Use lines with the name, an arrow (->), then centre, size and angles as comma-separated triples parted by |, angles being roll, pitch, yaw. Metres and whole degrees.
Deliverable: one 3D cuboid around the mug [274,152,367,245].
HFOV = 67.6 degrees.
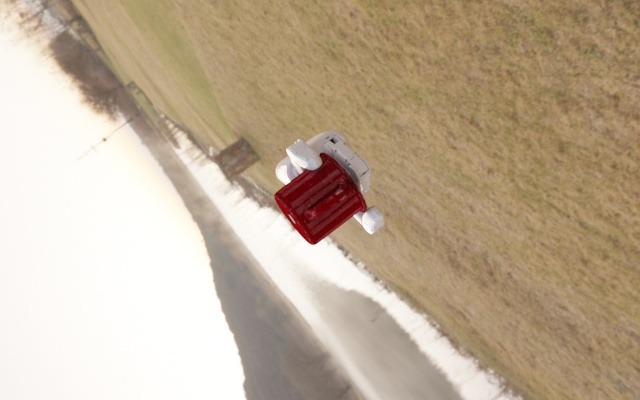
mug -> 0.000, 0.002, 0.579 | 0.081, 0.093, 0.117 | -38, 11, -10
